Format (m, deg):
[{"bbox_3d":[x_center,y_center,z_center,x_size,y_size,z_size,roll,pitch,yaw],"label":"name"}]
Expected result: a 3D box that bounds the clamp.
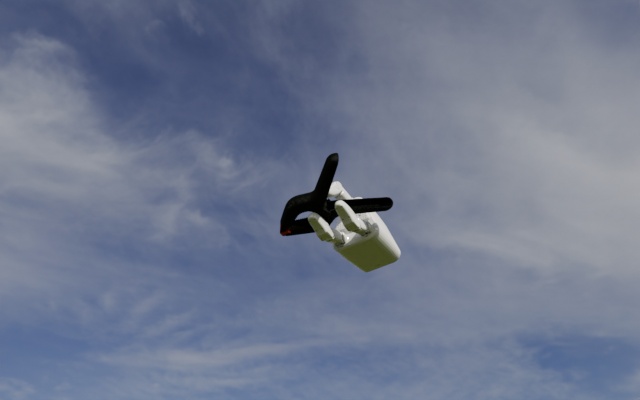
[{"bbox_3d":[0.000,0.002,0.843,0.210,0.036,0.165,-25,-47,25],"label":"clamp"}]
